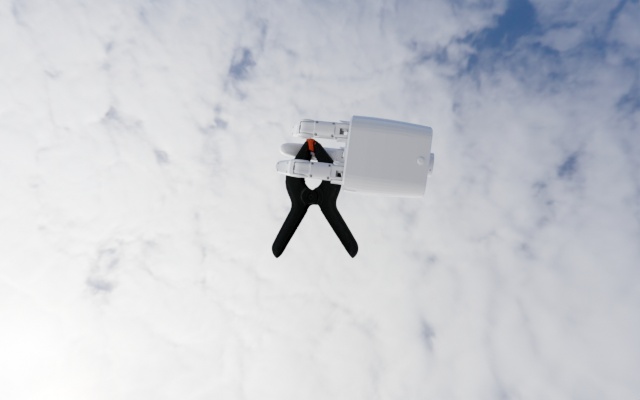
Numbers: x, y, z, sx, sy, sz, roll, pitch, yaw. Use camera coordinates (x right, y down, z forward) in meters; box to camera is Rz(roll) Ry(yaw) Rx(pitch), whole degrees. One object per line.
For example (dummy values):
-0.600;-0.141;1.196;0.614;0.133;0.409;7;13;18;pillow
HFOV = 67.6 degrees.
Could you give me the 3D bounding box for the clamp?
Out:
0.000;0.002;0.659;0.120;0.171;0.039;7;1;6;clamp
